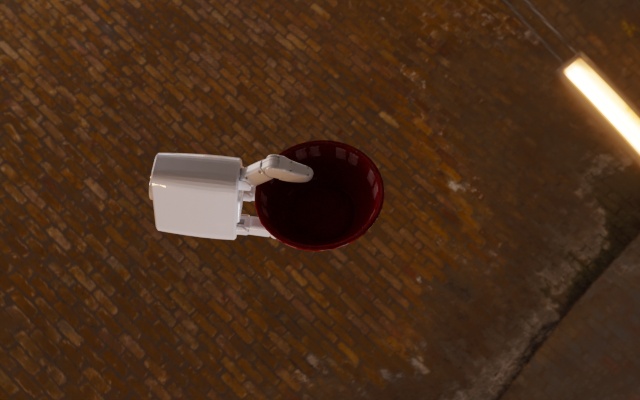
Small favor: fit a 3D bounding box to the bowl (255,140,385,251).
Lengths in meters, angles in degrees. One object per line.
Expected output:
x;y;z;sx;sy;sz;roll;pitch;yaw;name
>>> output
0.001;0.002;0.611;0.162;0.162;0.055;0;-31;6;bowl
